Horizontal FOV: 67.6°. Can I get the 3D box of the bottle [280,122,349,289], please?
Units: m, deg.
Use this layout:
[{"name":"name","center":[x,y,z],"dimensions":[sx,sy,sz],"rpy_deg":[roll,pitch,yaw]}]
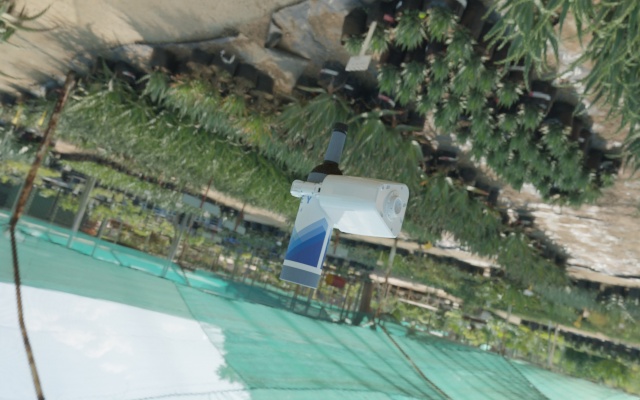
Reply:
[{"name":"bottle","center":[0.000,0.003,0.841],"dimensions":[0.069,0.295,0.069],"rpy_deg":[15,-10,3]}]
